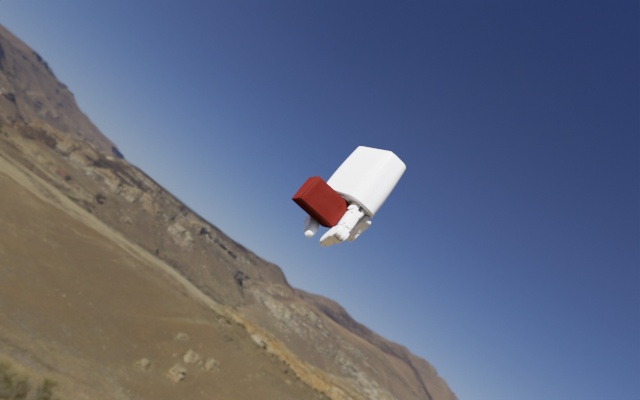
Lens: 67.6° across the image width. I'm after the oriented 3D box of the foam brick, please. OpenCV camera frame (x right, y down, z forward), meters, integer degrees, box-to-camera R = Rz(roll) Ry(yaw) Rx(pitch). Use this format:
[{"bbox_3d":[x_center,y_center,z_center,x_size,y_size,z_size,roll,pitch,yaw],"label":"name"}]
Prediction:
[{"bbox_3d":[0.000,0.003,0.803,0.078,0.051,0.053,42,-12,-16],"label":"foam brick"}]
